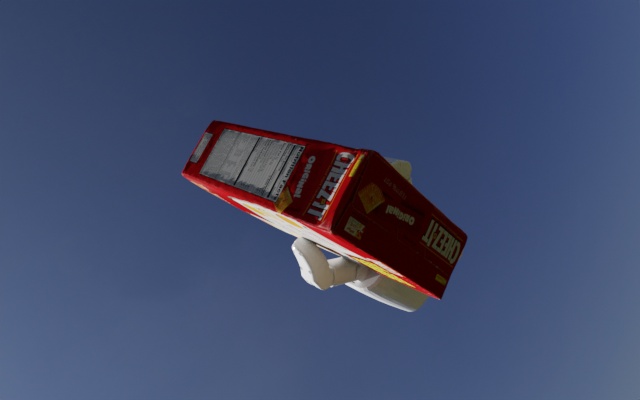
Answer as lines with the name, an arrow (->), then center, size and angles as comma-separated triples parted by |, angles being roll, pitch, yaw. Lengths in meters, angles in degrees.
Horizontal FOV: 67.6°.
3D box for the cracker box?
cracker box -> 0.000, 0.002, 0.436 | 0.213, 0.072, 0.164 | 18, -11, 46
